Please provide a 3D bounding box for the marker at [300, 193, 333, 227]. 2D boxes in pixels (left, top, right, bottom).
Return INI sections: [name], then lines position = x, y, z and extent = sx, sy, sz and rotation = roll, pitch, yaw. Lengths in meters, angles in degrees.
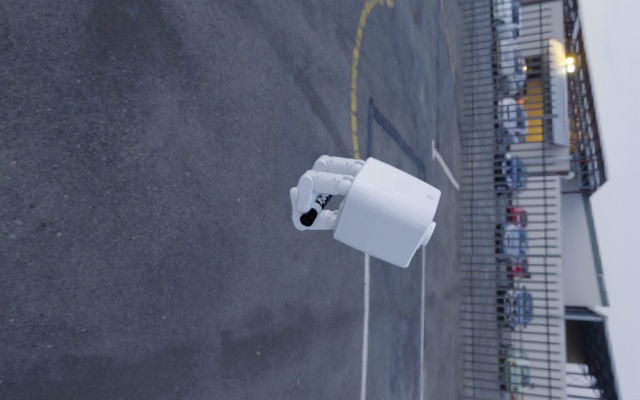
[marker]
position = 0.000, 0.002, 0.664
extent = 0.020, 0.020, 0.121
rotation = 0, 26, 22
